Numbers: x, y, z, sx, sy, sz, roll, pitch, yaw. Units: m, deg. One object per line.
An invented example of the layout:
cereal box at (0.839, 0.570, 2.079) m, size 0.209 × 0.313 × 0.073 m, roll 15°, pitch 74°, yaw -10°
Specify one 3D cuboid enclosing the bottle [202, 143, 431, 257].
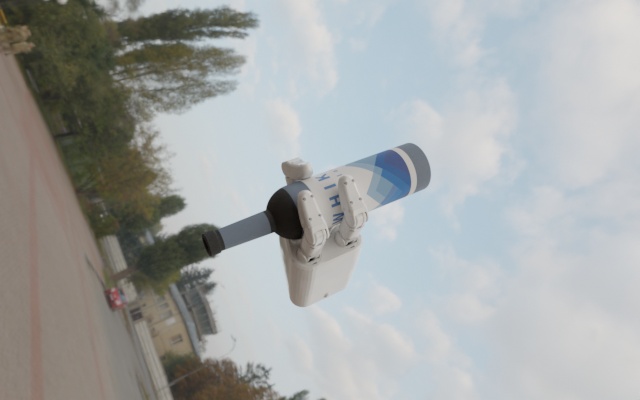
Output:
bottle at (0.000, 0.002, 0.585) m, size 0.295 × 0.069 × 0.069 m, roll -21°, pitch 8°, yaw -23°
